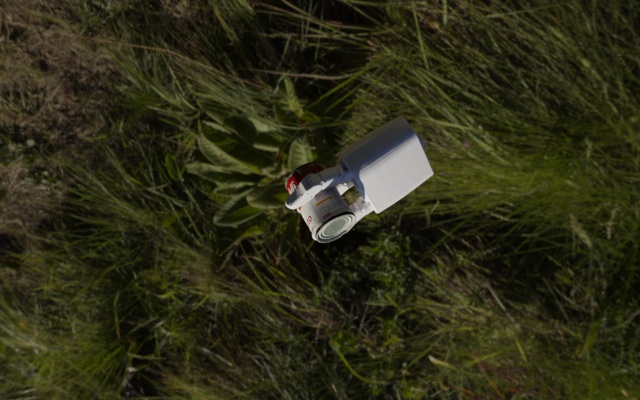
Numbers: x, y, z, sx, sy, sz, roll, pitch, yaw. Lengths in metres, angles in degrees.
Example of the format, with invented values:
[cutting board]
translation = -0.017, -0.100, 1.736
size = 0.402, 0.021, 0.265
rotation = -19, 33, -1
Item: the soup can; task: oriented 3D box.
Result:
[soup can]
translation = 0.000, 0.003, 0.702
size = 0.068, 0.102, 0.068
rotation = -23, -29, -14
